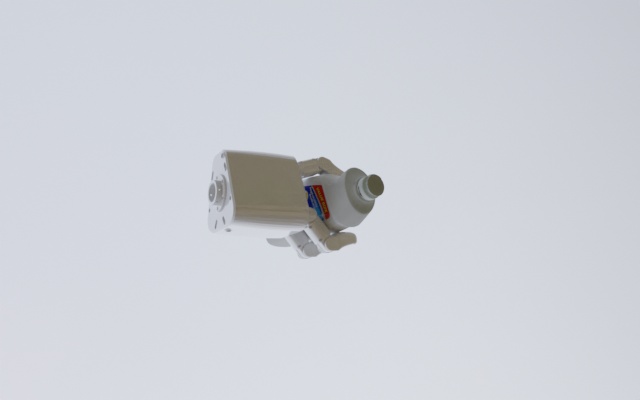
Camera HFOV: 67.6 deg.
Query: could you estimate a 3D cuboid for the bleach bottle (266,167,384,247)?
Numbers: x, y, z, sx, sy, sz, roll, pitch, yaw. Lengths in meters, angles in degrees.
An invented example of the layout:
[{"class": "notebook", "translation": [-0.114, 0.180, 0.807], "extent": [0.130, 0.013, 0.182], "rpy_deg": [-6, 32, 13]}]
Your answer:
[{"class": "bleach bottle", "translation": [0.000, 0.002, 0.696], "extent": [0.068, 0.102, 0.251], "rpy_deg": [5, -17, -33]}]
